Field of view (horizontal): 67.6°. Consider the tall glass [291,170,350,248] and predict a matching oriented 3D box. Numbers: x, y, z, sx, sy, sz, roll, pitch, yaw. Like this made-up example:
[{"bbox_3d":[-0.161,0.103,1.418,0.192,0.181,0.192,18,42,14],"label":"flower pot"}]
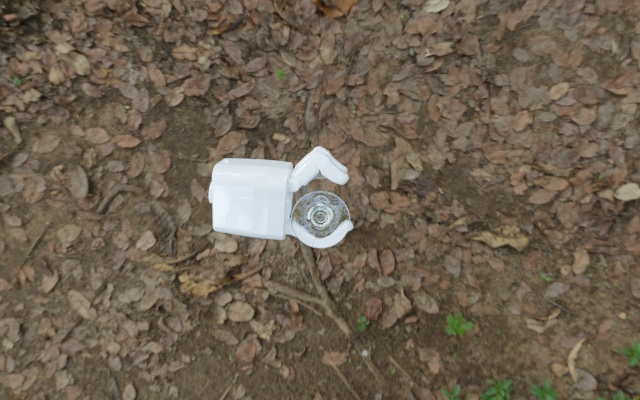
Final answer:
[{"bbox_3d":[0.000,0.003,0.692,0.079,0.079,0.201,0,13,1],"label":"tall glass"}]
